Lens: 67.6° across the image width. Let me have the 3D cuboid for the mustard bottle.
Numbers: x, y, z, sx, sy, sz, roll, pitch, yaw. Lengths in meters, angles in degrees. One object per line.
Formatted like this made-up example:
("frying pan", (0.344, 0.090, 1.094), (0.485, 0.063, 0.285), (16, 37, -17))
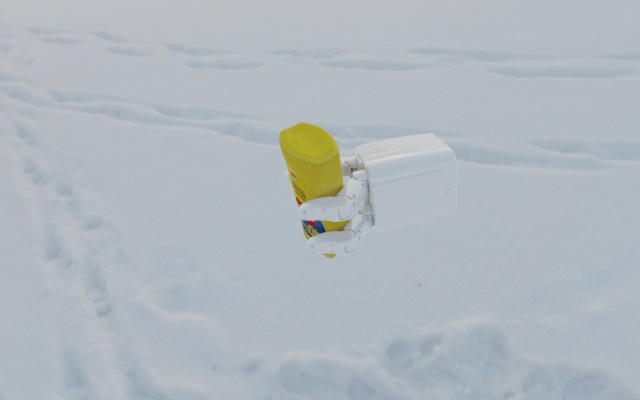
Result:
("mustard bottle", (0.000, 0.002, 0.608), (0.058, 0.192, 0.096), (-28, 42, -18))
